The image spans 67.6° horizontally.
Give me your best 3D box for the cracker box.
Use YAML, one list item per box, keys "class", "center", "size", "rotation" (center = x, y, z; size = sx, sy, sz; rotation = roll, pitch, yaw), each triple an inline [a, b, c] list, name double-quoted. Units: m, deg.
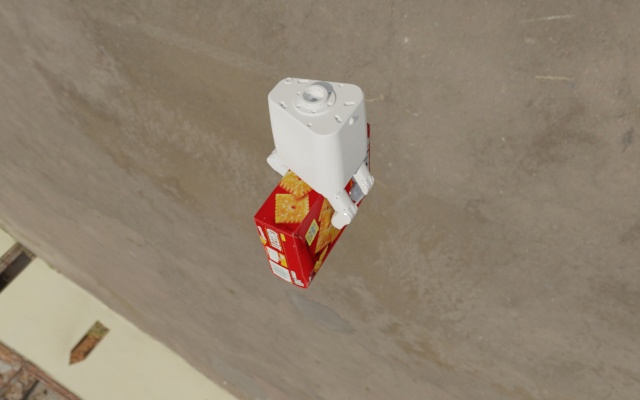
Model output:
- class: "cracker box"
  center: [0.000, 0.002, 0.705]
  size: [0.072, 0.213, 0.164]
  rotation: [24, -30, 20]
